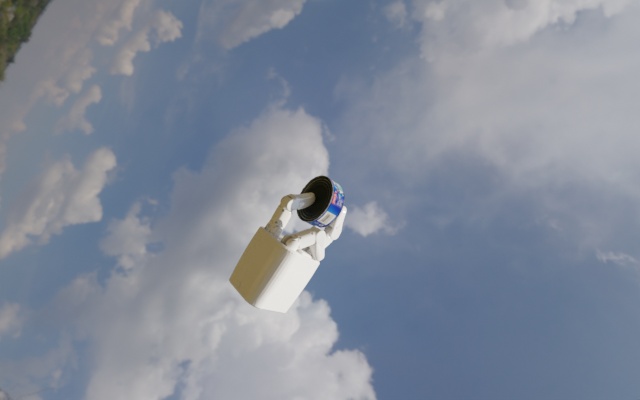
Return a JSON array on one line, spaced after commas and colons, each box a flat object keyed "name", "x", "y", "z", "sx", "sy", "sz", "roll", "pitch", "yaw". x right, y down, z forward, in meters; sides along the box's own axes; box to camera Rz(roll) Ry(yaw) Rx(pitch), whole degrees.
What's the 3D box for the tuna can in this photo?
[{"name": "tuna can", "x": 0.001, "y": 0.003, "z": 0.819, "sx": 0.034, "sy": 0.086, "sz": 0.086, "roll": 29, "pitch": -19, "yaw": -38}]
